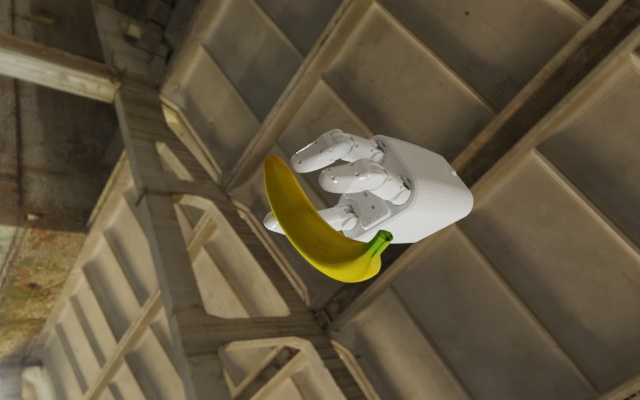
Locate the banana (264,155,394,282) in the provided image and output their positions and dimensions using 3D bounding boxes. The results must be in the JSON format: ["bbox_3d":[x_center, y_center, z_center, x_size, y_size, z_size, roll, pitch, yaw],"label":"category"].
[{"bbox_3d":[-0.003,0.020,0.426,0.037,0.070,0.197,5,19,-37],"label":"banana"}]
